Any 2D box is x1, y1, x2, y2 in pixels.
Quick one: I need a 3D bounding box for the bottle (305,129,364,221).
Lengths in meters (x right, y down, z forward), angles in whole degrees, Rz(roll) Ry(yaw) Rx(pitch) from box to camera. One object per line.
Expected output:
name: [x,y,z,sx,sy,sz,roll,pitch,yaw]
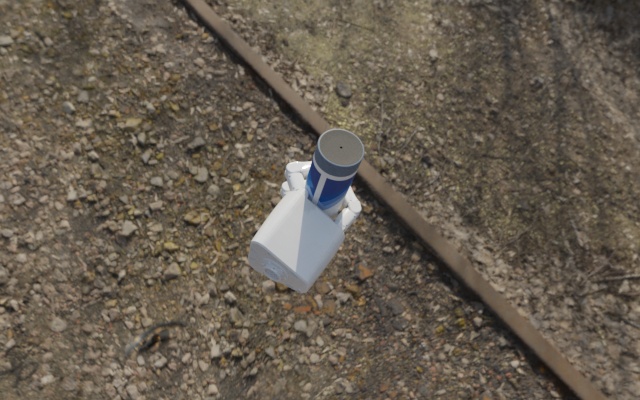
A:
bottle: [0.000,0.002,0.779,0.069,0.069,0.296,0,-31,-13]
